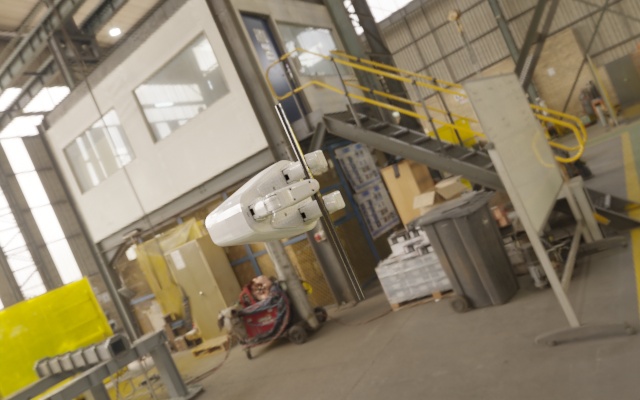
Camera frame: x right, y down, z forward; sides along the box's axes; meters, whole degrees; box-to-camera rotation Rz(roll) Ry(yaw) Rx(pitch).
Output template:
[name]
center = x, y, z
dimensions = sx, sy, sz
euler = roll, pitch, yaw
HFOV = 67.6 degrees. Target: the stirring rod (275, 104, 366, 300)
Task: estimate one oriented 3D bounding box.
[stirring rod]
center = 0.000, 0.002, 0.544
dimensions = 0.011, 0.239, 0.011
euler = -24, 1, 0
